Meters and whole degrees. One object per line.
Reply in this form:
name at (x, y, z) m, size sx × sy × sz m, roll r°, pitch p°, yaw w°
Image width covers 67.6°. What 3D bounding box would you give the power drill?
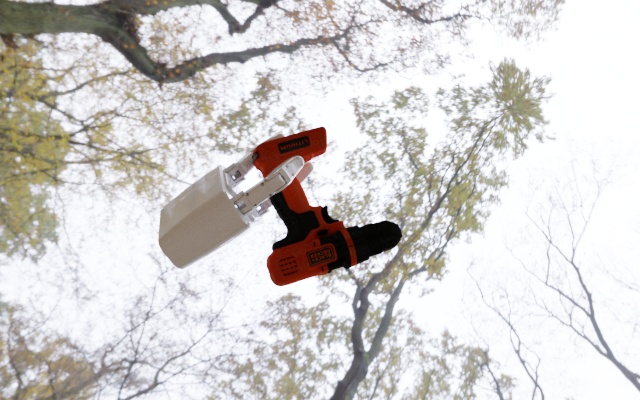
power drill at (0.000, 0.002, 0.628) m, size 0.184 × 0.187 × 0.057 m, roll -16°, pitch -8°, yaw -14°
